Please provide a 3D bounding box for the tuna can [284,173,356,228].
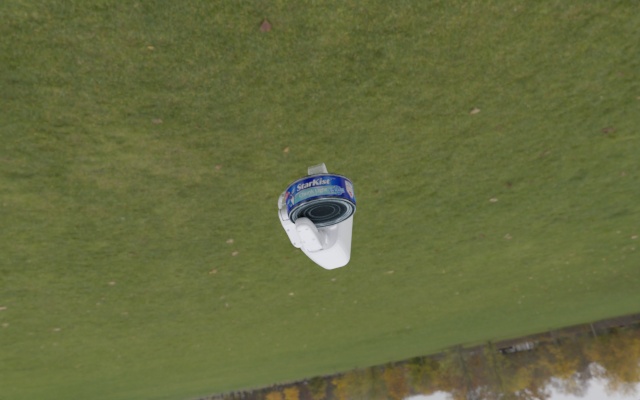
[{"bbox_3d":[0.000,0.002,0.585,0.086,0.033,0.086,-7,-26,-3],"label":"tuna can"}]
